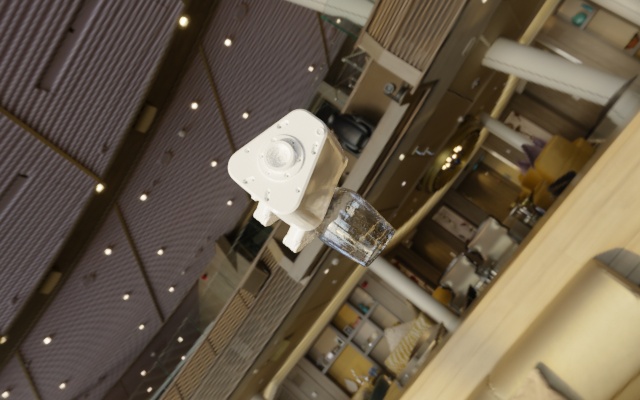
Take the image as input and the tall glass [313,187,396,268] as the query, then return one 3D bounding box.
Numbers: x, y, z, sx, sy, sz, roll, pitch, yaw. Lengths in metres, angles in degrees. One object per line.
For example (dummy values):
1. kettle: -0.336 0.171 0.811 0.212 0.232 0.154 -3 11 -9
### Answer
1. tall glass: 0.000 0.002 0.628 0.201 0.079 0.079 38 12 15
